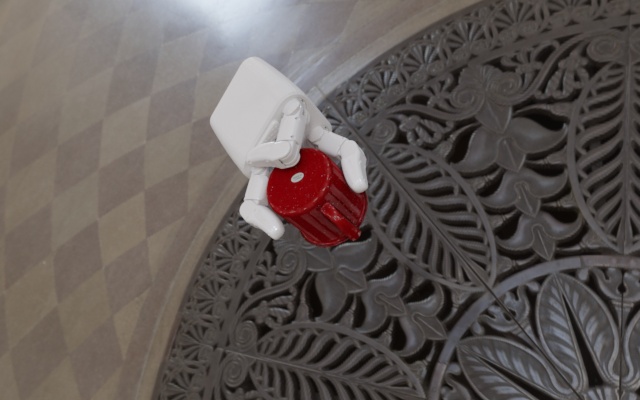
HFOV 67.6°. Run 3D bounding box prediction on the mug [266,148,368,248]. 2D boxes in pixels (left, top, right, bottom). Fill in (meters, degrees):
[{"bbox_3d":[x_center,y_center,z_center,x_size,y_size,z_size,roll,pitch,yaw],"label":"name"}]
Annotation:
[{"bbox_3d":[0.001,0.003,0.520,0.117,0.093,0.081,48,5,39],"label":"mug"}]
